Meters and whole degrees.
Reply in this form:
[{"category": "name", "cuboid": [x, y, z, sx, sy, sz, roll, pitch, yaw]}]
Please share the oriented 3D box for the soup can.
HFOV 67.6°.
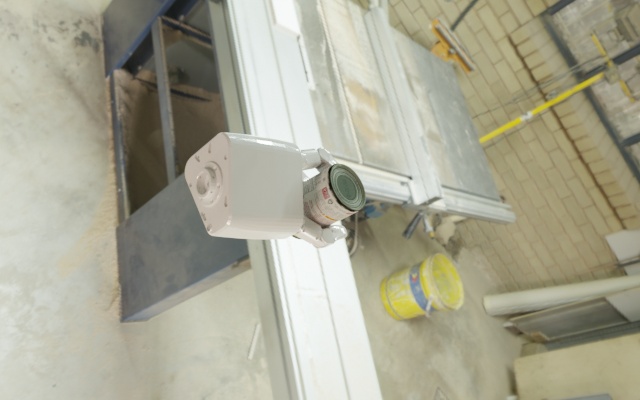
[{"category": "soup can", "cuboid": [0.001, 0.002, 0.626, 0.102, 0.068, 0.068, -30, -19, 38]}]
